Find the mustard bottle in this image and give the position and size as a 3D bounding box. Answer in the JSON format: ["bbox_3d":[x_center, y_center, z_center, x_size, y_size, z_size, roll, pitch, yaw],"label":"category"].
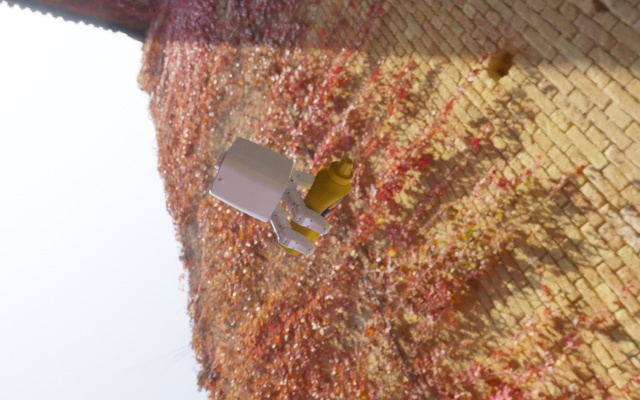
[{"bbox_3d":[0.000,0.003,0.777,0.058,0.192,0.096,40,39,9],"label":"mustard bottle"}]
